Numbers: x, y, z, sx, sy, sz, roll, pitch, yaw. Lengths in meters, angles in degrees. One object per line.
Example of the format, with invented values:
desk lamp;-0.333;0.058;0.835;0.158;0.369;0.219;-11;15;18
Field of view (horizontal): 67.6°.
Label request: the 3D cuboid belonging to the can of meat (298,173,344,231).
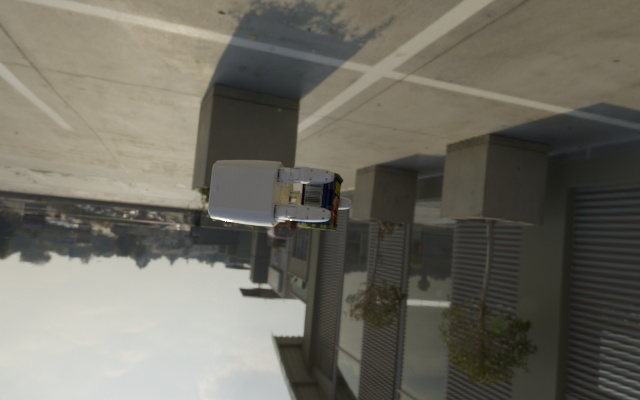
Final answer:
can of meat;0.000;0.003;0.736;0.057;0.084;0.102;5;-4;8
